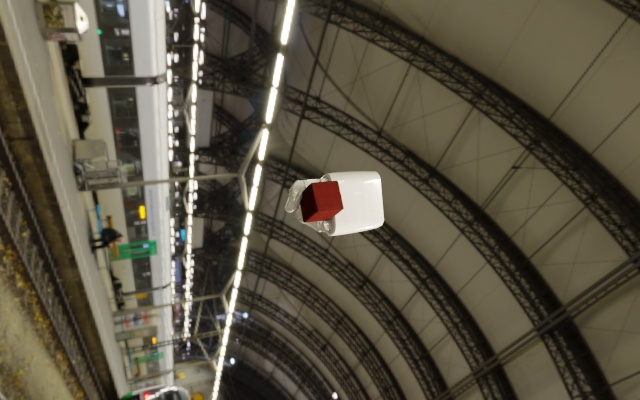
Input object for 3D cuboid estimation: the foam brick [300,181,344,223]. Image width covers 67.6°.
[{"bbox_3d":[0.000,0.003,0.836,0.051,0.053,0.078,-5,-15,-21],"label":"foam brick"}]
